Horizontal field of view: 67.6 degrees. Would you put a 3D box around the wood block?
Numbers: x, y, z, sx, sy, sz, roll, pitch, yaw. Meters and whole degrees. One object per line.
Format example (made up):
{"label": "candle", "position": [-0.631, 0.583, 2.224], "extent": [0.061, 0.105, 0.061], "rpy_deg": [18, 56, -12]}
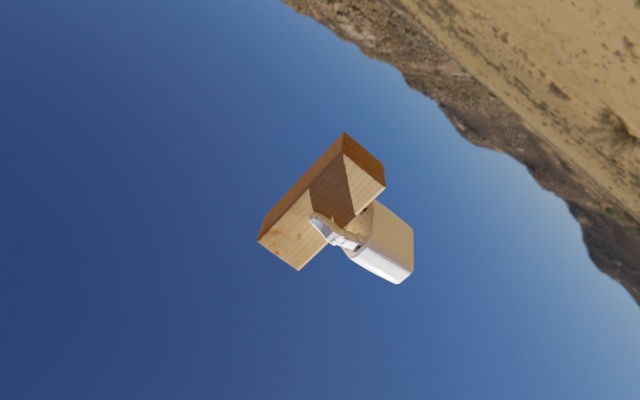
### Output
{"label": "wood block", "position": [0.000, 0.003, 0.767], "extent": [0.090, 0.206, 0.090], "rpy_deg": [38, 24, -14]}
